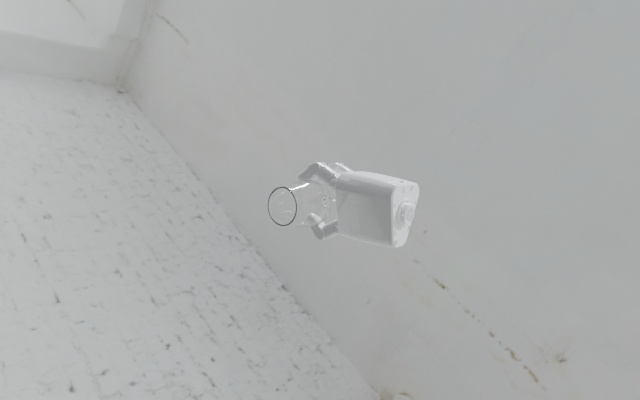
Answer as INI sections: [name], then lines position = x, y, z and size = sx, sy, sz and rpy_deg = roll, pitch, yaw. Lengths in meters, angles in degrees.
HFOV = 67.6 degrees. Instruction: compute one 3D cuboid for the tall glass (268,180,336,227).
[tall glass]
position = 0.000, 0.003, 0.823
size = 0.079, 0.079, 0.201
rpy_deg = 0, 4, 38
